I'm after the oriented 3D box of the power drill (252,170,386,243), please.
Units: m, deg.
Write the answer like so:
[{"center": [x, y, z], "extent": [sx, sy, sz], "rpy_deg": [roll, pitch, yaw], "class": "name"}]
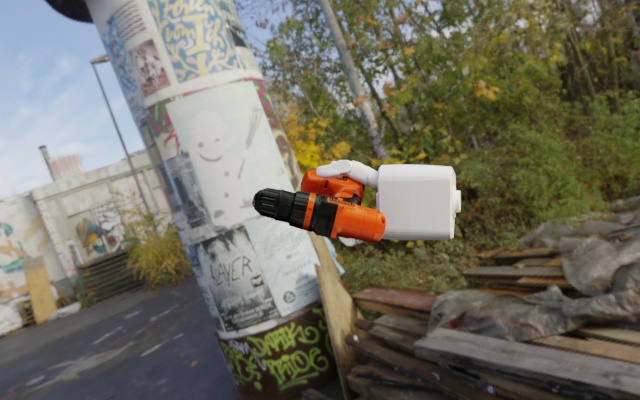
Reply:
[{"center": [0.000, 0.002, 0.718], "extent": [0.184, 0.057, 0.187], "rpy_deg": [14, 16, -2], "class": "power drill"}]
